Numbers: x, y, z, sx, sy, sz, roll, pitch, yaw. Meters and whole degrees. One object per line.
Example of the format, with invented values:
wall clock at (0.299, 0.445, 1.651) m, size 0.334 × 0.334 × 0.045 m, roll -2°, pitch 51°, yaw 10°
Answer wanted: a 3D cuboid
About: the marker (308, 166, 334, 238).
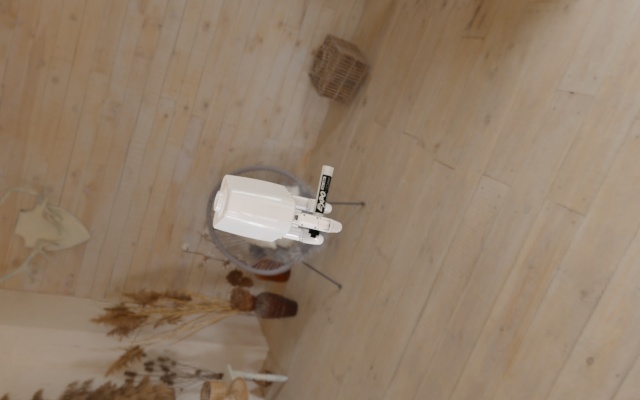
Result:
marker at (0.000, 0.003, 0.793) m, size 0.020 × 0.121 × 0.020 m, roll 12°, pitch -3°, yaw 1°
